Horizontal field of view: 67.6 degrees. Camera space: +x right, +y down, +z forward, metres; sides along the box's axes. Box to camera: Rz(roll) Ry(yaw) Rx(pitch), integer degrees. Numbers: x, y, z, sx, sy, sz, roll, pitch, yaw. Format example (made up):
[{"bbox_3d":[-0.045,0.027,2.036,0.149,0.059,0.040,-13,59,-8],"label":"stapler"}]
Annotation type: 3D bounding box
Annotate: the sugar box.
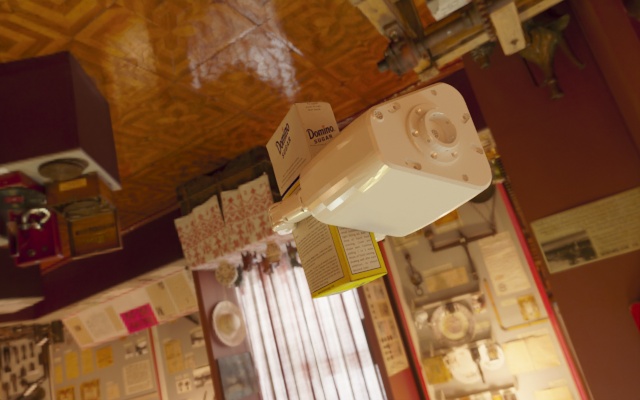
[{"bbox_3d":[0.001,0.002,0.469,0.048,0.176,0.093,-7,-17,-27],"label":"sugar box"}]
